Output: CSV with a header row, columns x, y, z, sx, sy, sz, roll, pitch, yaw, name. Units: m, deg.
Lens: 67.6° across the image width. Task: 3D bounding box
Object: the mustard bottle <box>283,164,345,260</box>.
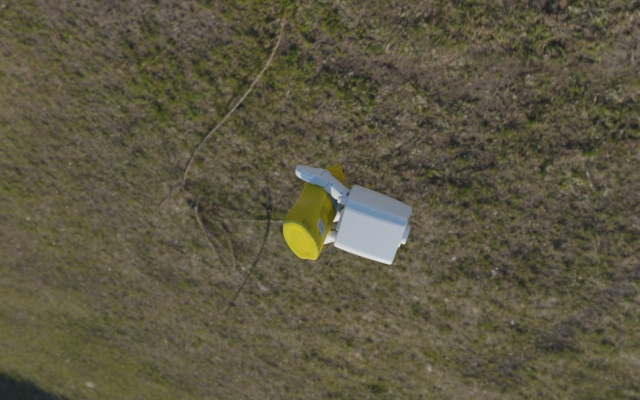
x,y,z,sx,sy,sz,roll,pitch,yaw,name
0.000,0.003,0.834,0.058,0.096,0.191,2,44,27,mustard bottle
